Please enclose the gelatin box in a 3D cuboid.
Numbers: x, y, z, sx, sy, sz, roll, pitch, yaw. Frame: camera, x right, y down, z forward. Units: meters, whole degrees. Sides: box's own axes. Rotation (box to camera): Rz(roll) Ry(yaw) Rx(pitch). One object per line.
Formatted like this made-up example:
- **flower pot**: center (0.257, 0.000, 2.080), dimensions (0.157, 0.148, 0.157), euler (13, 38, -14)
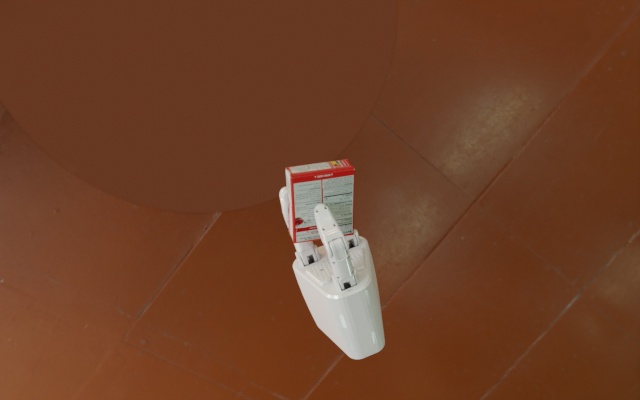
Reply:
- **gelatin box**: center (0.000, 0.002, 0.542), dimensions (0.073, 0.089, 0.030), euler (-9, 30, -13)
